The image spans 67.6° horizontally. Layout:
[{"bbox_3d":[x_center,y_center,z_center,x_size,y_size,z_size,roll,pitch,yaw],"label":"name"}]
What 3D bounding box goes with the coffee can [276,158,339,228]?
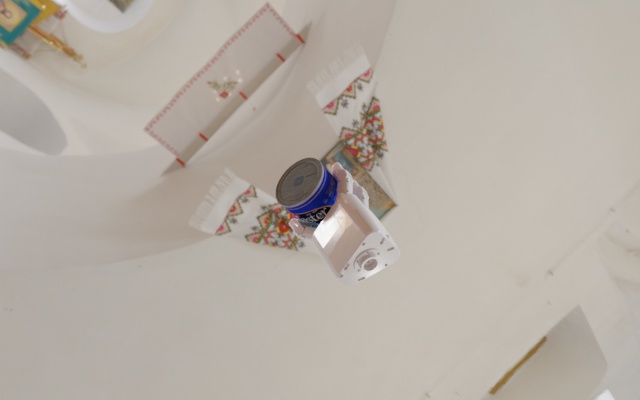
[{"bbox_3d":[0.000,0.003,0.880,0.103,0.102,0.140,0,-32,42],"label":"coffee can"}]
